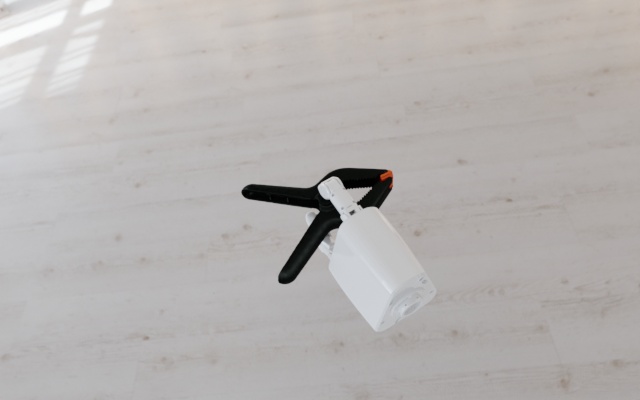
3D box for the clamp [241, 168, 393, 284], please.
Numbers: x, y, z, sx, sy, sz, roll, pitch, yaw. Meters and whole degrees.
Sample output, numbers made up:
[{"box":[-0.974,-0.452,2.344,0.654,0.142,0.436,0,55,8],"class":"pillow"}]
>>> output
[{"box":[0.001,0.002,0.659,0.210,0.164,0.036,-29,-32,-12],"class":"clamp"}]
